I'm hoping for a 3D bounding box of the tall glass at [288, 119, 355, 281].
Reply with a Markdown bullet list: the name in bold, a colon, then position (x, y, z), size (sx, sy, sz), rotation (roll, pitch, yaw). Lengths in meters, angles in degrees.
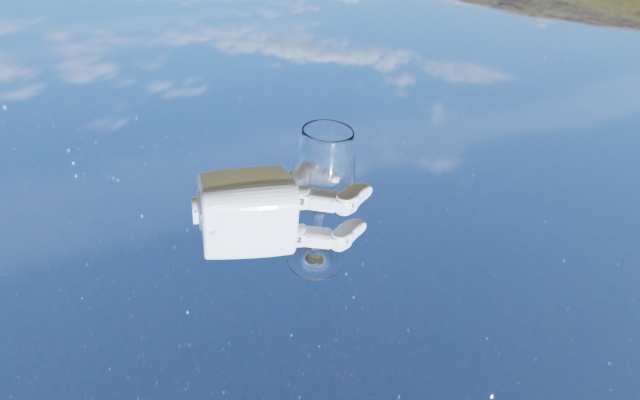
- **tall glass**: position (0.000, 0.003, 0.605), size (0.079, 0.201, 0.079), rotation (5, 33, -3)
